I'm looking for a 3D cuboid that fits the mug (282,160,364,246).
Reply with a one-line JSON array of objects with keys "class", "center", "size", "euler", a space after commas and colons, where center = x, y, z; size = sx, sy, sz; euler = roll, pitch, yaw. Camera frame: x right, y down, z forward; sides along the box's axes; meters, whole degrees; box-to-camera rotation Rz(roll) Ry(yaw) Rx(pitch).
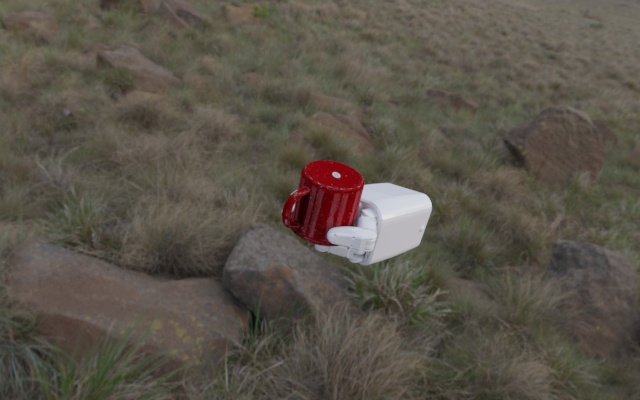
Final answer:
[{"class": "mug", "center": [-0.001, 0.002, 0.613], "size": [0.117, 0.081, 0.093], "euler": [-12, 38, -37]}]
